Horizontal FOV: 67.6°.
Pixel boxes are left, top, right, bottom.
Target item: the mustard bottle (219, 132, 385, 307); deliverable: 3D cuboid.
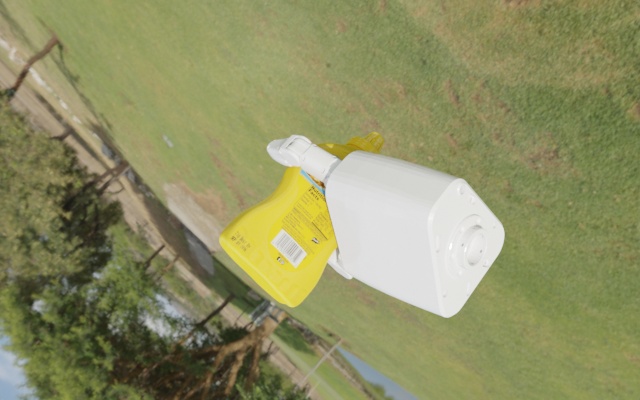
[{"bbox_3d":[0.000,0.002,0.465,0.191,0.096,0.058,-48,15,-19],"label":"mustard bottle"}]
